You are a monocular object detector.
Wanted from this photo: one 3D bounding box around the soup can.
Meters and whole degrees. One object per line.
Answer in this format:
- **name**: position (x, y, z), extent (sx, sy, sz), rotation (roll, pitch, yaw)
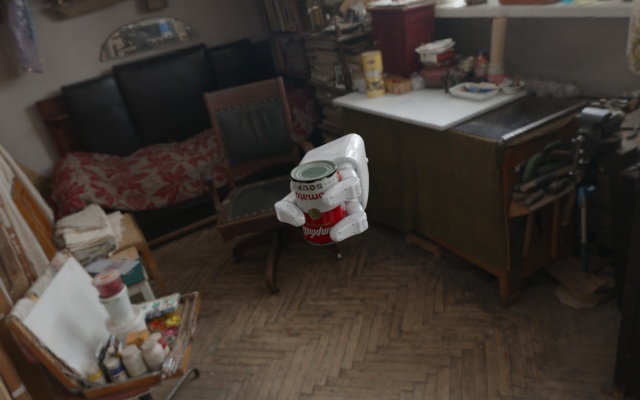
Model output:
- **soup can**: position (0.000, 0.002, 0.672), extent (0.068, 0.102, 0.068), rotation (-9, 27, 5)
